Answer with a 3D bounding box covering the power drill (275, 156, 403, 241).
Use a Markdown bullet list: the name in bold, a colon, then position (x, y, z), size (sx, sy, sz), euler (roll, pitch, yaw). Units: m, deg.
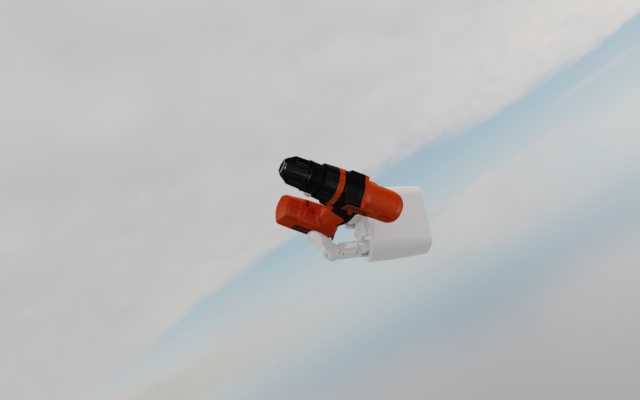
- **power drill**: position (0.000, 0.002, 0.704), size (0.184, 0.057, 0.188), euler (21, -21, -20)
